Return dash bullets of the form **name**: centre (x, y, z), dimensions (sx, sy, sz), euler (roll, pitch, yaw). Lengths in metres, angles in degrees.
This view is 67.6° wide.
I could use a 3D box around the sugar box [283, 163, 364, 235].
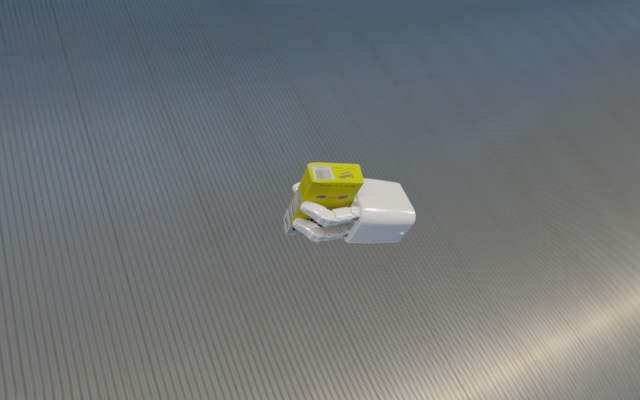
- **sugar box**: centre (0.000, 0.003, 0.841), dimensions (0.093, 0.048, 0.176), euler (1, -35, -19)
